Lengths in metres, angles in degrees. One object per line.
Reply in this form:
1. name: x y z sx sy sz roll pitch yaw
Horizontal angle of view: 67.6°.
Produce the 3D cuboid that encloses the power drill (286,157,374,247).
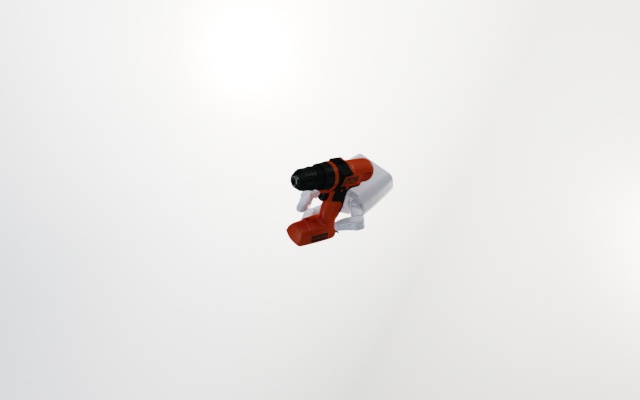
1. power drill: 0.000 0.003 0.899 0.184 0.188 0.057 -10 51 -38
